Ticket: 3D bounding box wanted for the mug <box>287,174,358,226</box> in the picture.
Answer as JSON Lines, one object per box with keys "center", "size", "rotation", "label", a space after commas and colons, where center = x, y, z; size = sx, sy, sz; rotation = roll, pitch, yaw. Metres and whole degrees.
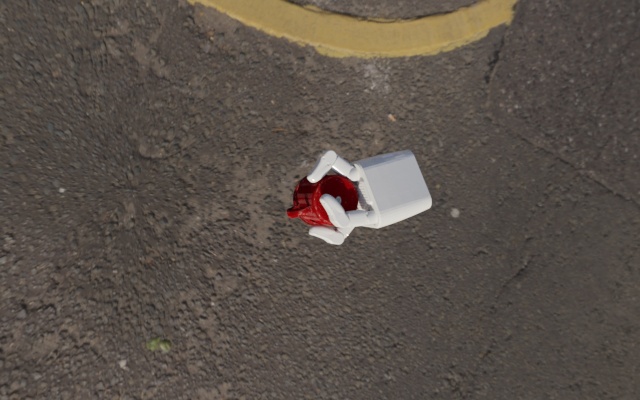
{"center": [-0.001, 0.003, 0.785], "size": [0.117, 0.093, 0.081], "rotation": [-19, 8, -21], "label": "mug"}
